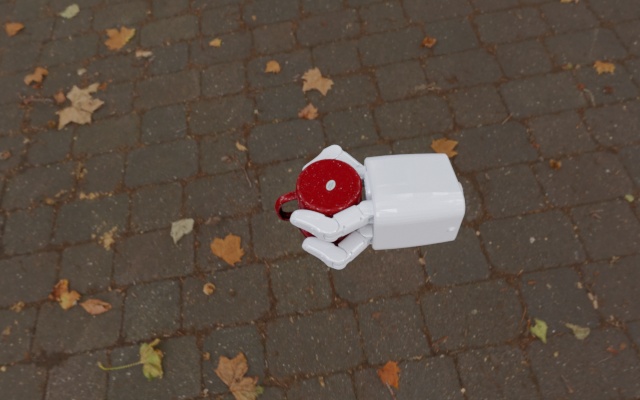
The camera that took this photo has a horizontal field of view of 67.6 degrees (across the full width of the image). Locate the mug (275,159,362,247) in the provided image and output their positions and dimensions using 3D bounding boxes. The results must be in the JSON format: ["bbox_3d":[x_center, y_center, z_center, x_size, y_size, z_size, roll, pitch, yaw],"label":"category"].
[{"bbox_3d":[-0.001,0.002,0.609,0.117,0.093,0.082,-6,-33,0],"label":"mug"}]
